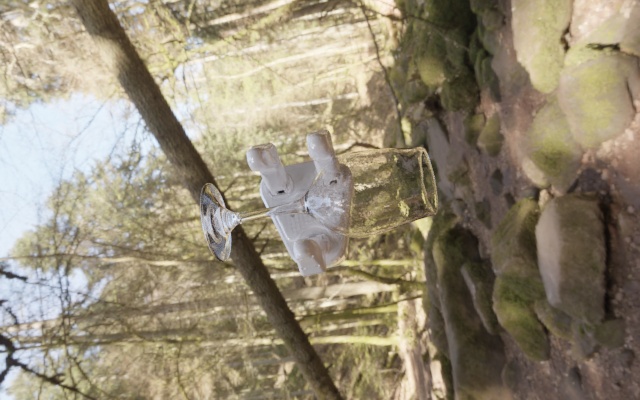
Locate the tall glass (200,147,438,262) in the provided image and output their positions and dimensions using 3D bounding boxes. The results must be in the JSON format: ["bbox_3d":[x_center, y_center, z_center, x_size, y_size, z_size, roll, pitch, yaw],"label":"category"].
[{"bbox_3d":[-0.001,0.002,0.435,0.201,0.079,0.079,-11,-1,5],"label":"tall glass"}]
